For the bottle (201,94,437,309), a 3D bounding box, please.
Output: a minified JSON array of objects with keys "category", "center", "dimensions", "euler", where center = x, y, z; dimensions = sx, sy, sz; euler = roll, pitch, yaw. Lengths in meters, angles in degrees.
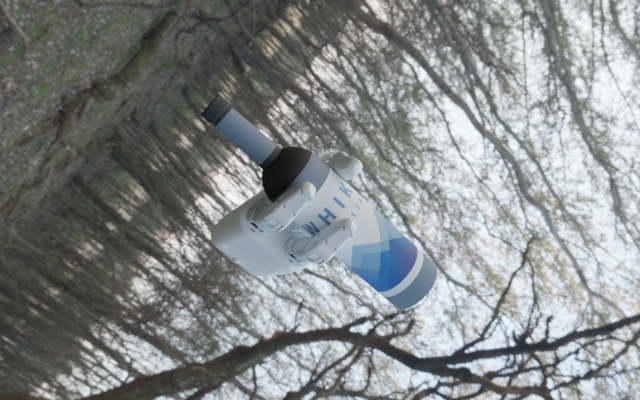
[{"category":"bottle","center":[0.000,0.002,0.497],"dimensions":[0.296,0.069,0.069],"euler":[41,-14,-16]}]
